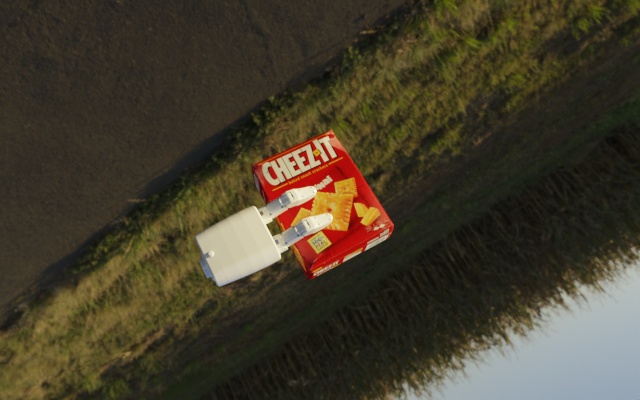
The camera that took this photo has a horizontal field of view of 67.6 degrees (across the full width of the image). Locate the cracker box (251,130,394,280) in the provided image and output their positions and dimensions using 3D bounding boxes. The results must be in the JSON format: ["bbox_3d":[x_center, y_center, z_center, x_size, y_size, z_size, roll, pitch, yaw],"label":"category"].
[{"bbox_3d":[0.000,0.003,0.823,0.164,0.213,0.072,-26,-20,-14],"label":"cracker box"}]
